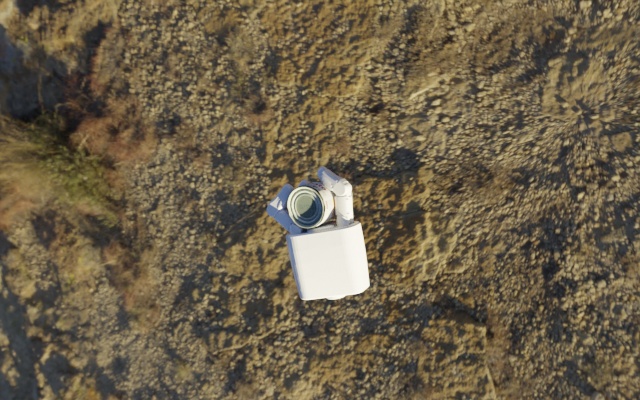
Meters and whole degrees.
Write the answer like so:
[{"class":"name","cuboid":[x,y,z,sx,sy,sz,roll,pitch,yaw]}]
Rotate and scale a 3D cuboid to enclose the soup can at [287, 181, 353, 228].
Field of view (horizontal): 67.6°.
[{"class":"soup can","cuboid":[0.000,0.002,0.762,0.068,0.068,0.102,0,9,29]}]
